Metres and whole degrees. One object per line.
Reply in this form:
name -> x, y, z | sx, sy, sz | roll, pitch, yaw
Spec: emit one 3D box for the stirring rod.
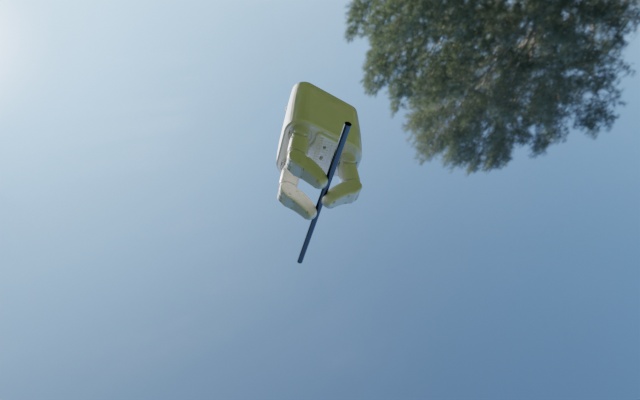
stirring rod -> 0.000, 0.002, 0.590 | 0.011, 0.011, 0.240 | 0, -44, -20
